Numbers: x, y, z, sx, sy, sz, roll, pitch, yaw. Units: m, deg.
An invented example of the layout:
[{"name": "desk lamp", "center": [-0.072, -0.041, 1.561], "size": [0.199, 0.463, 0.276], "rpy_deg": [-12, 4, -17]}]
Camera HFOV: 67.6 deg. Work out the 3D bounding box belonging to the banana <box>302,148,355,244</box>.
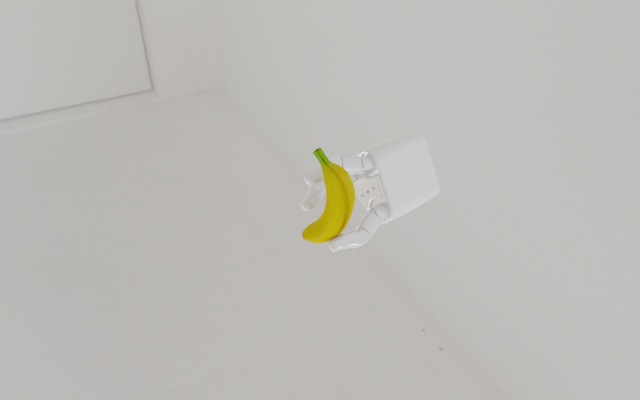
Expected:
[{"name": "banana", "center": [0.012, 0.012, 0.655], "size": [0.037, 0.069, 0.198], "rpy_deg": [-28, -29, -28]}]
